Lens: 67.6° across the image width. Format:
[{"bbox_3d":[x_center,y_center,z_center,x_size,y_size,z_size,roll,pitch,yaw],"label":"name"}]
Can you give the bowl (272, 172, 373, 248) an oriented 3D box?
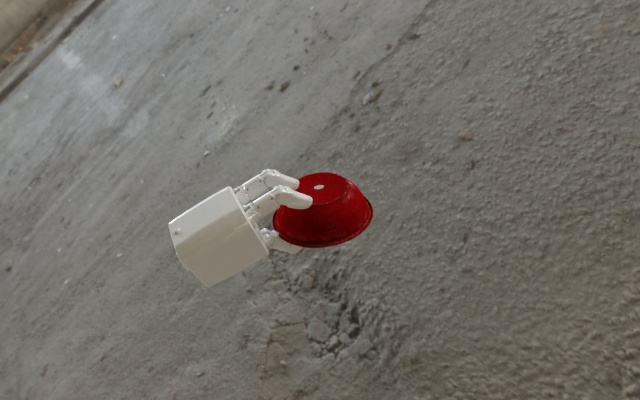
[{"bbox_3d":[0.001,0.002,0.745,0.162,0.055,0.162,-6,34,4],"label":"bowl"}]
